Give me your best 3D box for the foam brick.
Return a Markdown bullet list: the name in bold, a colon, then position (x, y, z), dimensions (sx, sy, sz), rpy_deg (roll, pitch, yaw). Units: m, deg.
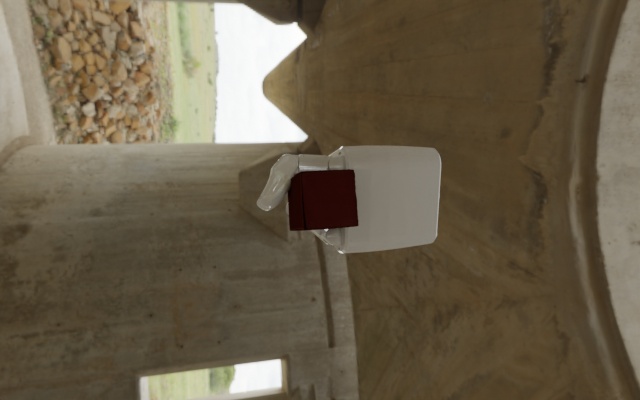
- **foam brick**: position (0.000, 0.002, 0.455), dimensions (0.051, 0.053, 0.078), rpy_deg (-3, -3, -13)
